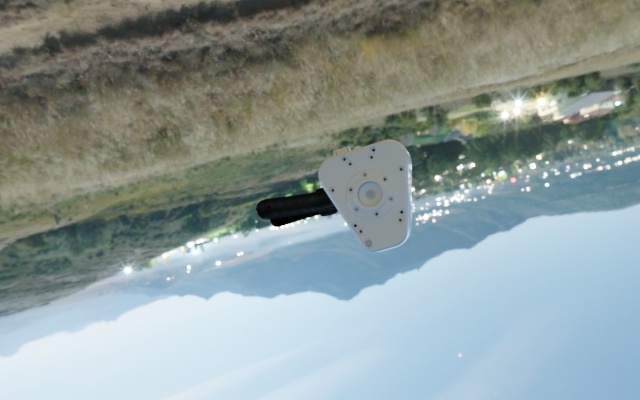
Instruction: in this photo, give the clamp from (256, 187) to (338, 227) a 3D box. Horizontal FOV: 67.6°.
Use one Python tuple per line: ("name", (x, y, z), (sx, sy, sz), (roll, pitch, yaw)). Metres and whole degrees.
("clamp", (0.000, 0.003, 0.618), (0.171, 0.039, 0.120), (-17, -4, 9))
